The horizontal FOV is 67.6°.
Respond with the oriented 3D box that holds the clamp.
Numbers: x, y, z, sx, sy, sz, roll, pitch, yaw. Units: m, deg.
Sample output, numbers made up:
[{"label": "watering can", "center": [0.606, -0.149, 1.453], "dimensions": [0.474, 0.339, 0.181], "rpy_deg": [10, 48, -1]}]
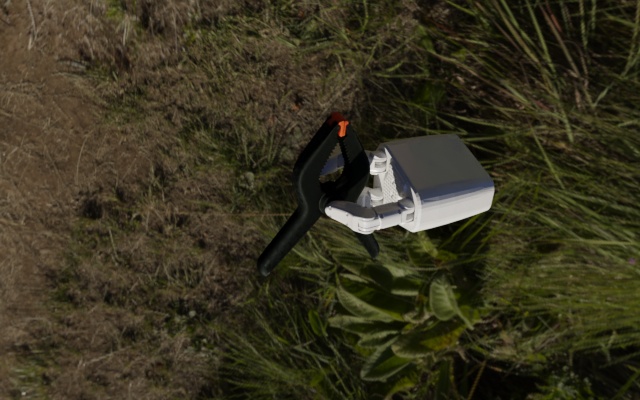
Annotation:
[{"label": "clamp", "center": [0.001, 0.002, 0.561], "dimensions": [0.164, 0.210, 0.036], "rpy_deg": [-12, 35, -18]}]
